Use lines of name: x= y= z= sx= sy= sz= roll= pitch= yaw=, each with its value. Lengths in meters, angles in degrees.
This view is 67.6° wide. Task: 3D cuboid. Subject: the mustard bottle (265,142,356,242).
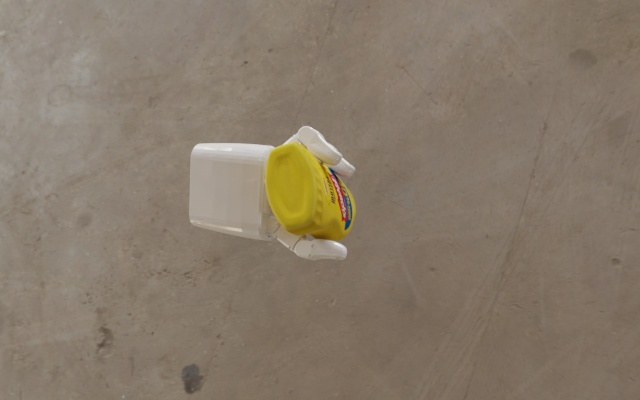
mustard bottle: x=0.000 y=0.002 z=0.576 sx=0.058 sy=0.096 sz=0.192 roll=-19 pitch=-17 yaw=15
